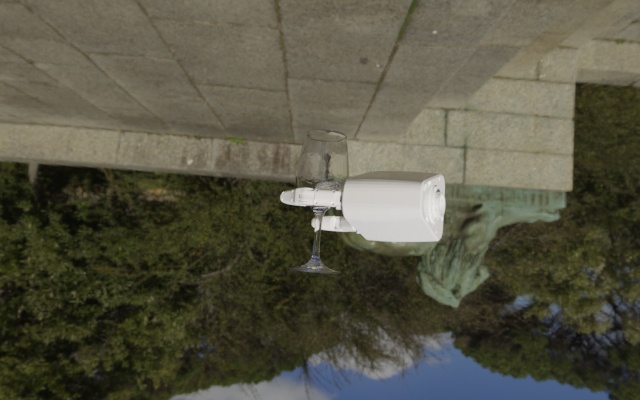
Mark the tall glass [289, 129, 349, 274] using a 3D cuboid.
[{"bbox_3d":[0.000,0.003,0.691,0.079,0.201,0.079,4,-6,0],"label":"tall glass"}]
